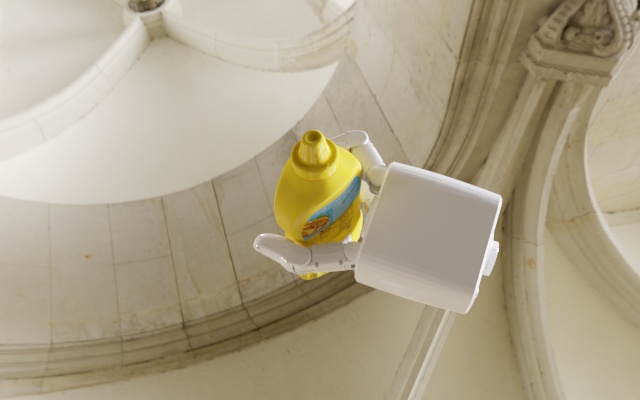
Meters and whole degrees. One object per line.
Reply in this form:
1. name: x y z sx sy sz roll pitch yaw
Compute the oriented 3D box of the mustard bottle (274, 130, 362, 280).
1. mustard bottle: 0.000 0.002 0.465 0.058 0.096 0.192 40 -22 25
